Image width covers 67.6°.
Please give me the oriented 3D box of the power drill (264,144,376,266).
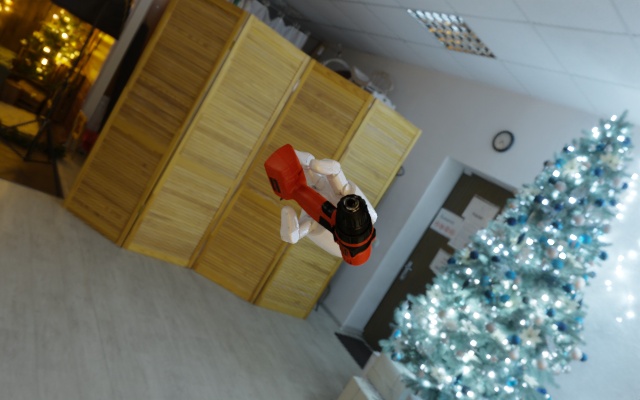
[{"bbox_3d":[0.000,0.002,0.687,0.057,0.187,0.184,-40,-24,-15],"label":"power drill"}]
